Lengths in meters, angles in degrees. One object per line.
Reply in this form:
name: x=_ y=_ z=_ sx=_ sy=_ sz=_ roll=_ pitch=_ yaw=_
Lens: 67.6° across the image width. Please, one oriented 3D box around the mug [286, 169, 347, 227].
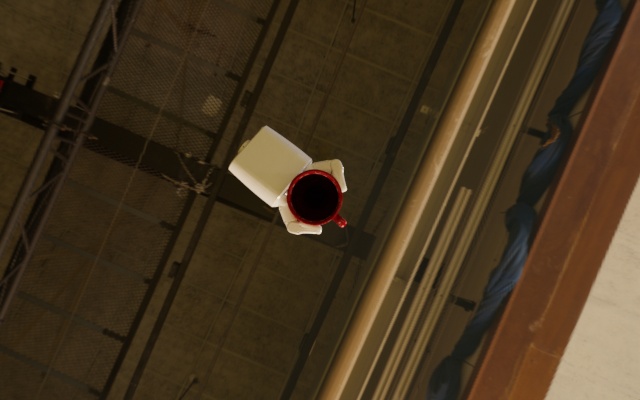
mug: x=0.001 y=0.004 z=0.828 sx=0.117 sy=0.093 sz=0.081 roll=40 pitch=1 yaw=1
